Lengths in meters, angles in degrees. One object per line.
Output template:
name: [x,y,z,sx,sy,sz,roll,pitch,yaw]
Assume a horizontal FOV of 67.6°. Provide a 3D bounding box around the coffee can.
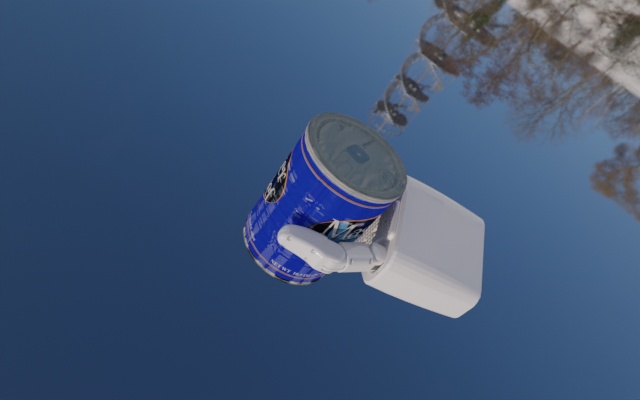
coffee can: [0.000,0.001,0.459,0.103,0.102,0.140,0,-38,-38]
